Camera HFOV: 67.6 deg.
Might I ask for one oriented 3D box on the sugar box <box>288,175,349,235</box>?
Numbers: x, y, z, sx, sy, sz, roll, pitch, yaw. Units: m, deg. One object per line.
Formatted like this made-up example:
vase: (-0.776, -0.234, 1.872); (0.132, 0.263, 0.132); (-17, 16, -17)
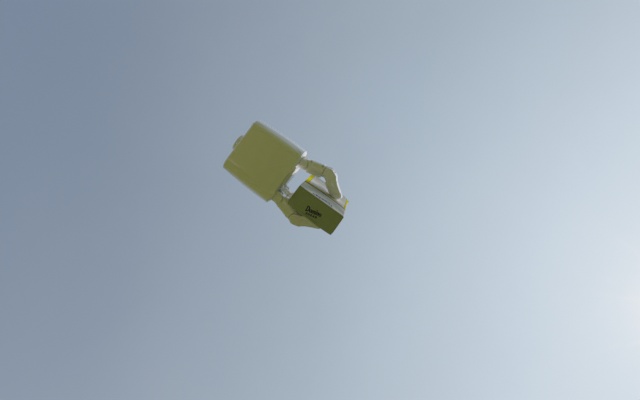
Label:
sugar box: (0.000, 0.003, 0.868); (0.093, 0.048, 0.176); (36, 13, 0)
